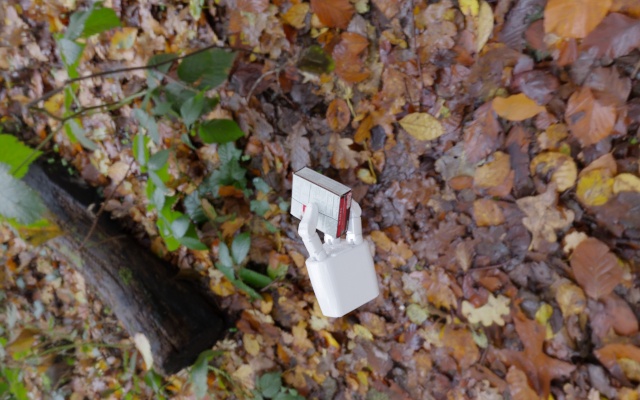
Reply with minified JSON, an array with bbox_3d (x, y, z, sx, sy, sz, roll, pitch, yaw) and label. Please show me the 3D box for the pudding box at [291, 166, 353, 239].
[{"bbox_3d":[0.000,0.003,0.834,0.113,0.090,0.039,26,37,30],"label":"pudding box"}]
